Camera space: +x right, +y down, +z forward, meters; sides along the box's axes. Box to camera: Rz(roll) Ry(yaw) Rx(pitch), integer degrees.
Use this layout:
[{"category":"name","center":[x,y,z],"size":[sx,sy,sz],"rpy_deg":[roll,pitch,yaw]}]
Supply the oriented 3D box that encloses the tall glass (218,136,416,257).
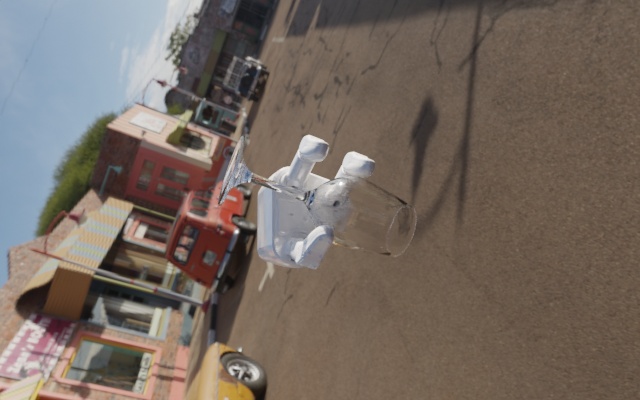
[{"category":"tall glass","center":[-0.001,0.001,0.505],"size":[0.201,0.079,0.079],"rpy_deg":[19,-6,-16]}]
